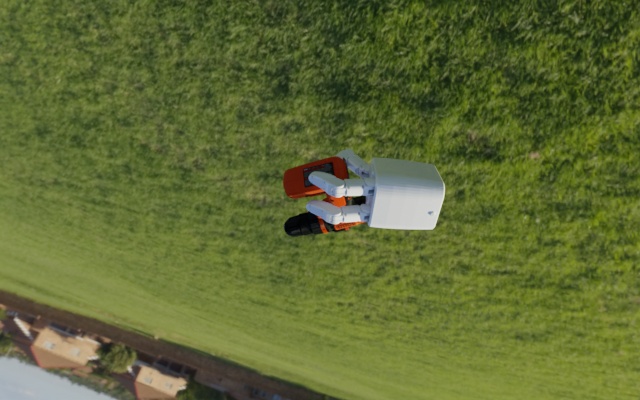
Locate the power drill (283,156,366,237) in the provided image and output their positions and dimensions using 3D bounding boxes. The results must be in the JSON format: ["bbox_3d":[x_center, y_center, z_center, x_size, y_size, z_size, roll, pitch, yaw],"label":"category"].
[{"bbox_3d":[0.000,0.003,0.836,0.184,0.057,0.188,-16,-28,10],"label":"power drill"}]
